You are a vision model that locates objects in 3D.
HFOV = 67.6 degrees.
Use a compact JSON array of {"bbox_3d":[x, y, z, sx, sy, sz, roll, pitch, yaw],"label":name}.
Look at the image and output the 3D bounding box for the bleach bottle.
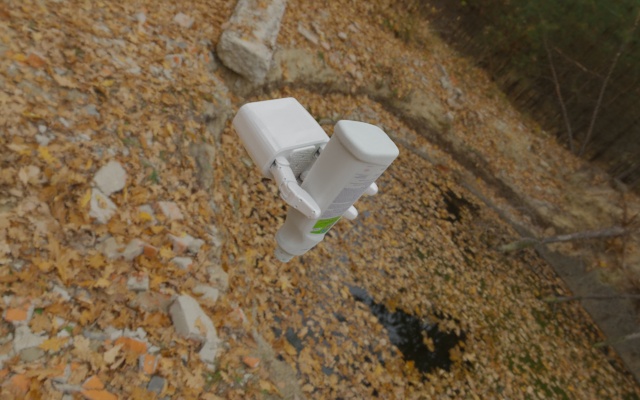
[{"bbox_3d":[0.000,0.002,0.684,0.102,0.068,0.251,-3,-40,-49],"label":"bleach bottle"}]
